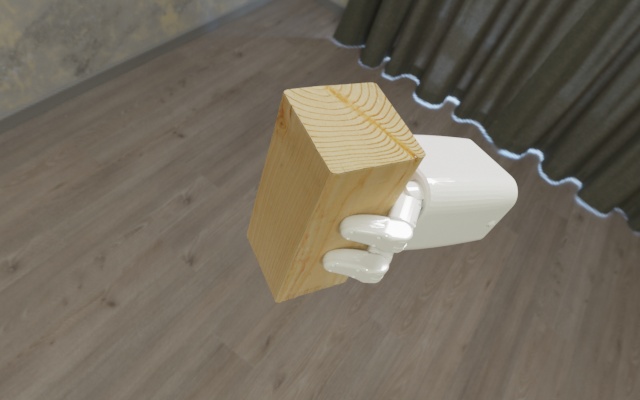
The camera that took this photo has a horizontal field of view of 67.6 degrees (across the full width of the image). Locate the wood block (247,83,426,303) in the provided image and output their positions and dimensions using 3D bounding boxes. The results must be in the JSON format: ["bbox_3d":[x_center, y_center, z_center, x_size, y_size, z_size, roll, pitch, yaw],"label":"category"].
[{"bbox_3d":[0.000,0.001,0.448,0.090,0.090,0.206,-12,-32,-27],"label":"wood block"}]
